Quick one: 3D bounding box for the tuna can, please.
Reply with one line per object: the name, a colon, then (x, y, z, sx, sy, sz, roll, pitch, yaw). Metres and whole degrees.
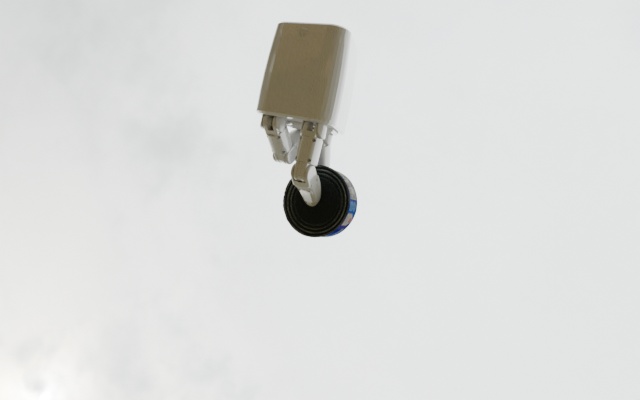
tuna can: (0.000, 0.002, 0.575, 0.086, 0.086, 0.034, 0, -5, 23)
